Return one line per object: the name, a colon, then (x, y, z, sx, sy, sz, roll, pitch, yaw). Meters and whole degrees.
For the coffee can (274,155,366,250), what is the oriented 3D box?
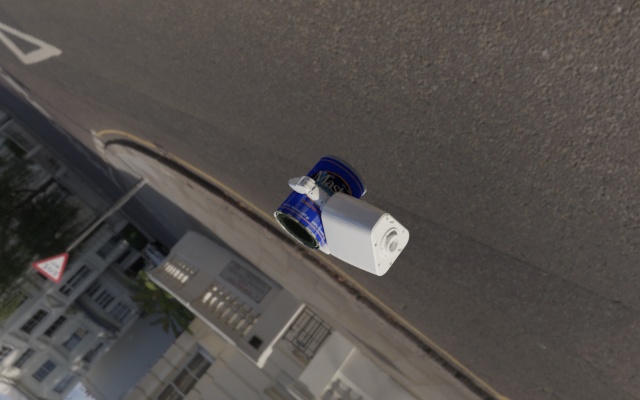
coffee can: (0.000, 0.003, 0.851, 0.103, 0.140, 0.103, 35, -20, 15)
